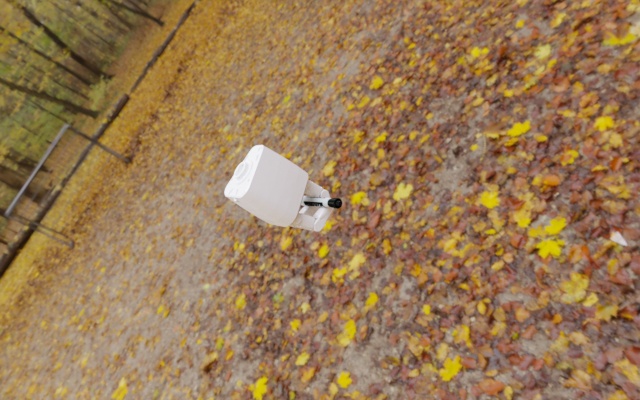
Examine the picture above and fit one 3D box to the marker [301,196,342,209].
[{"bbox_3d":[0.000,0.003,0.877,0.020,0.020,0.121,0,2,-34],"label":"marker"}]
